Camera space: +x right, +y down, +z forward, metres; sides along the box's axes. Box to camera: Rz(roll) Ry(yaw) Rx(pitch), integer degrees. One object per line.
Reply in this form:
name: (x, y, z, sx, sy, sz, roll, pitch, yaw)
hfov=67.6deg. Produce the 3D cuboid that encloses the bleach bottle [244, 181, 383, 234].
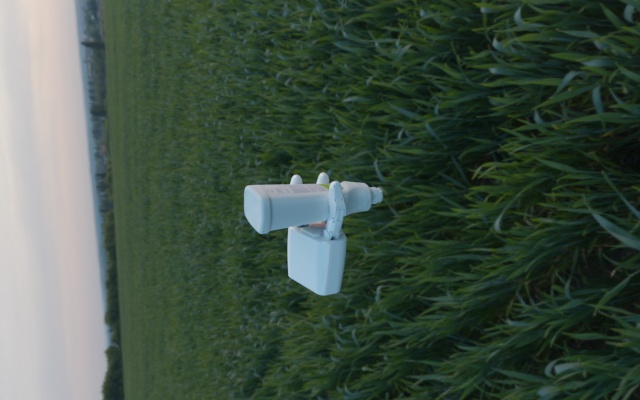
bleach bottle: (0.000, 0.003, 0.836, 0.251, 0.068, 0.102, -5, 20, -25)
